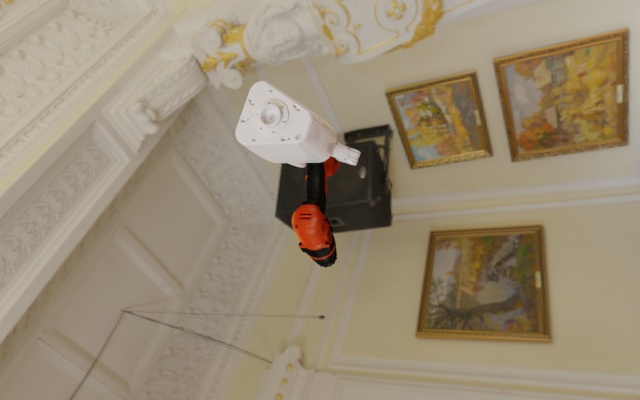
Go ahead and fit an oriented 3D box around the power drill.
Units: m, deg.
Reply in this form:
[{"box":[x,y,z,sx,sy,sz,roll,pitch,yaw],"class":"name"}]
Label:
[{"box":[0.000,0.002,0.783,0.057,0.187,0.184,-2,-26,9],"class":"power drill"}]
